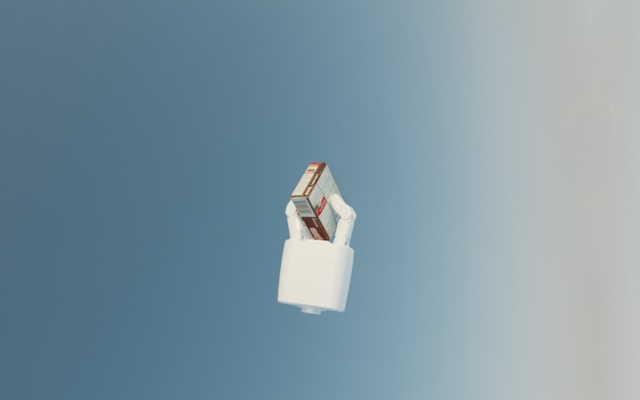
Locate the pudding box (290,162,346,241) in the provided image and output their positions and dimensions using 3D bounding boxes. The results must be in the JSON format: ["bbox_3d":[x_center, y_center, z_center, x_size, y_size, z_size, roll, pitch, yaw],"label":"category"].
[{"bbox_3d":[0.000,0.003,0.844,0.039,0.090,0.114,1,-44,30],"label":"pudding box"}]
